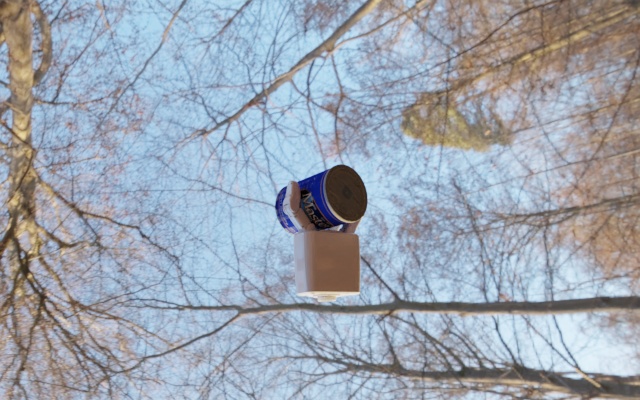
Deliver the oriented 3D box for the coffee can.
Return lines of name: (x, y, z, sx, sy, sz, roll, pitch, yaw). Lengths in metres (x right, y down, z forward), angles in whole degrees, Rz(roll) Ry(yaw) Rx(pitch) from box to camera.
coffee can: (0.000, 0.003, 0.866, 0.103, 0.103, 0.140, 0, -13, -43)
